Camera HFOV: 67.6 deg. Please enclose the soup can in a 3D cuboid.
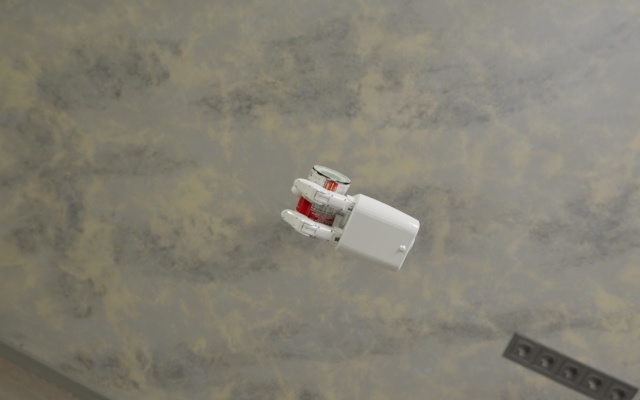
[{"bbox_3d":[0.000,0.002,0.777,0.068,0.102,0.068,21,15,-6],"label":"soup can"}]
